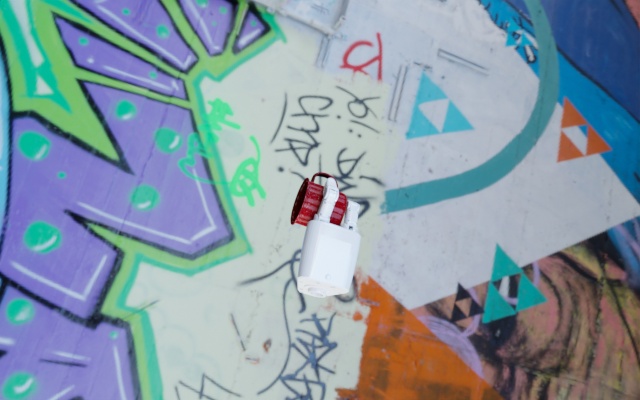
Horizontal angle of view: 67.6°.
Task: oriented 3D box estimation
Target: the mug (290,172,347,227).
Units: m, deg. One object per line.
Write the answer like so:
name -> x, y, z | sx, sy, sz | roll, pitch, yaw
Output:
mug -> 0.001, 0.002, 0.895 | 0.081, 0.117, 0.093 | 19, -24, -12
